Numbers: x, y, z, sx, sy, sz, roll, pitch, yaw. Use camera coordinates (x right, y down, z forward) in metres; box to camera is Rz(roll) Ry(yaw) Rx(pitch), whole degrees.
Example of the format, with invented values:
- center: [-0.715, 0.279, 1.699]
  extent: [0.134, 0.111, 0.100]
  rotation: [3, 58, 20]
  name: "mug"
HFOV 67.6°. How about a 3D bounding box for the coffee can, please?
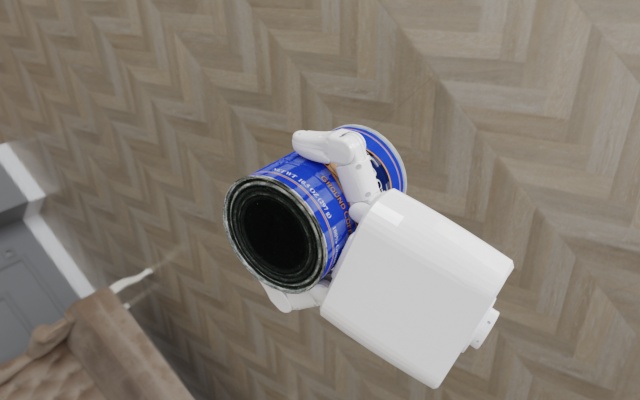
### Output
- center: [0.000, 0.001, 0.422]
  extent: [0.103, 0.103, 0.140]
  rotation: [0, 23, 37]
  name: "coffee can"
